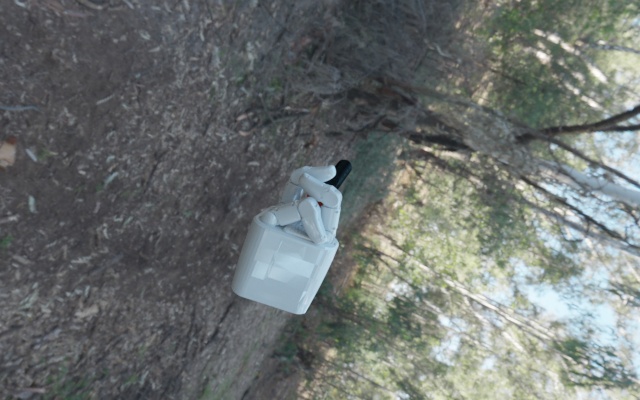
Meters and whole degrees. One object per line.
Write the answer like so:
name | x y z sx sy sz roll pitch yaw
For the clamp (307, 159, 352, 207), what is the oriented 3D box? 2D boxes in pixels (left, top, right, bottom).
clamp | 0.001 0.003 0.705 0.039 0.120 0.171 26 16 8
